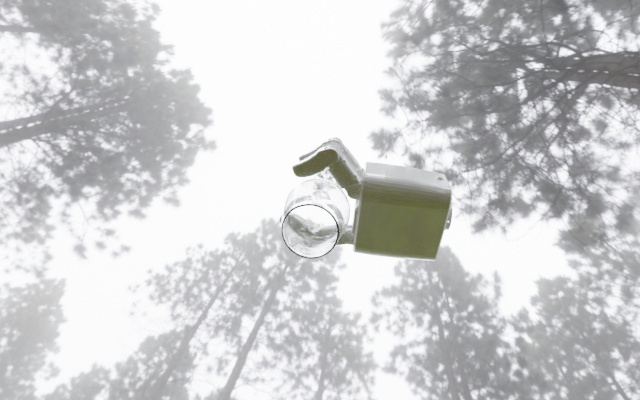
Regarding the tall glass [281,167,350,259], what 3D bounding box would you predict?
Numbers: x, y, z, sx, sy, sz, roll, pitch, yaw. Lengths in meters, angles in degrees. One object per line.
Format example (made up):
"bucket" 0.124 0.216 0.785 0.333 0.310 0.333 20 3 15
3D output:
"tall glass" 0.000 0.002 0.592 0.079 0.079 0.201 0 18 7
